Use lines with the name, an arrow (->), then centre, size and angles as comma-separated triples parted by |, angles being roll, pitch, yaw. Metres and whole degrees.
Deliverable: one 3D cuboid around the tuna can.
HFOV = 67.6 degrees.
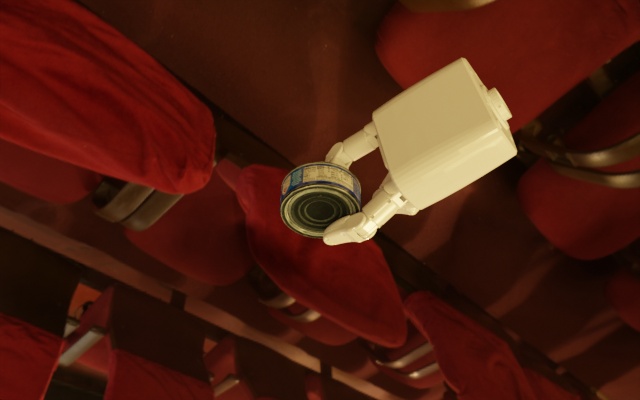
tuna can -> 0.000, 0.002, 0.502 | 0.086, 0.033, 0.086 | 1, -43, 1
